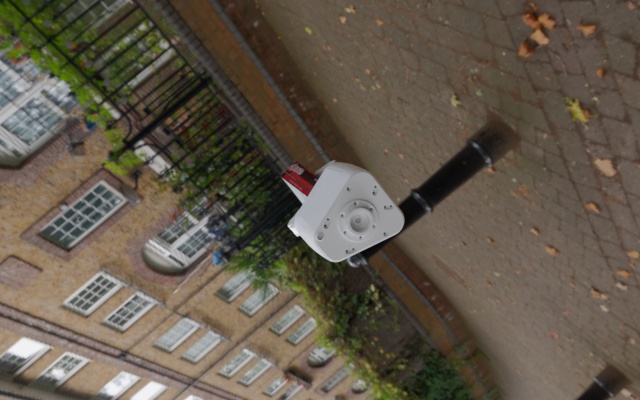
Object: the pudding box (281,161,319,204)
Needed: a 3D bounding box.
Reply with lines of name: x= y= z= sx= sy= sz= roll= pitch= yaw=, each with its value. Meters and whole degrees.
pudding box: x=0.000 y=0.002 z=0.714 sx=0.090 sy=0.039 sz=0.114 roll=39 pitch=-12 yaw=47
